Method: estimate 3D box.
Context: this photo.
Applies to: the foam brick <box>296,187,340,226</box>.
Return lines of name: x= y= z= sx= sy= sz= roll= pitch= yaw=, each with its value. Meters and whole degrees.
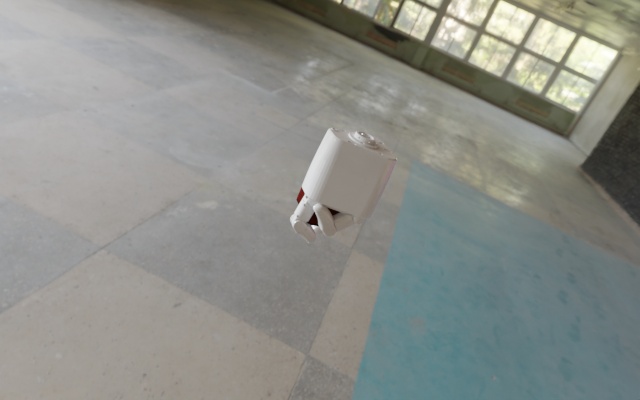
foam brick: x=0.000 y=0.003 z=0.799 sx=0.053 sy=0.051 sz=0.078 roll=11 pitch=28 yaw=-25
